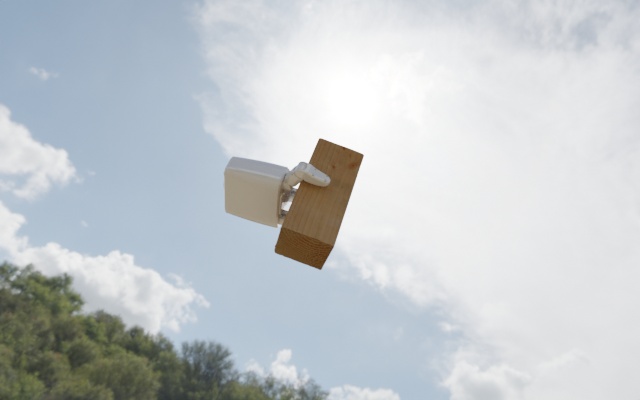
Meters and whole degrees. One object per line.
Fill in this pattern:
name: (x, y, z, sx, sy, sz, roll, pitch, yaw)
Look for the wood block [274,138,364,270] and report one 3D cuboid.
wood block: (0.000, 0.002, 0.837, 0.090, 0.206, 0.091, 21, -36, -1)
